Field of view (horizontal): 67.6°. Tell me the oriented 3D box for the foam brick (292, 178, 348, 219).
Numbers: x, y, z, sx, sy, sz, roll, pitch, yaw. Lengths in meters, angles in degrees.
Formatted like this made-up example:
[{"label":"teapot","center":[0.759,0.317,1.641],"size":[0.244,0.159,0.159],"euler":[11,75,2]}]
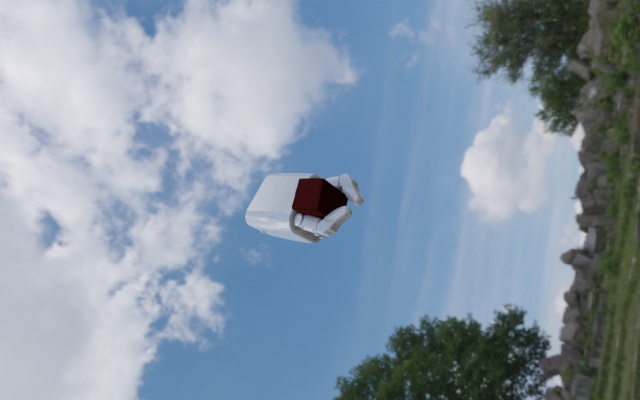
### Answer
[{"label":"foam brick","center":[0.000,0.002,0.758],"size":[0.051,0.053,0.078],"euler":[4,-18,36]}]
